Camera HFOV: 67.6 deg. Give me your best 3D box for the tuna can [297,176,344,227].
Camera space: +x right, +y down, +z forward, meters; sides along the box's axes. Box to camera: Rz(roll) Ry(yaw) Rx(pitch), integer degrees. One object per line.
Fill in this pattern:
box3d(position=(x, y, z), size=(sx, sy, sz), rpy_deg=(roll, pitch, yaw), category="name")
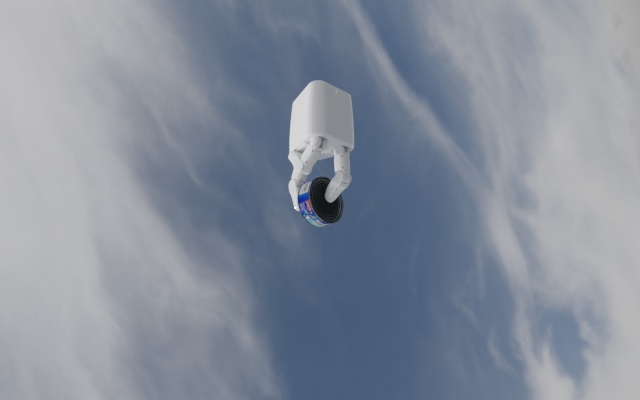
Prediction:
box3d(position=(0.000, 0.003, 0.845), size=(0.034, 0.086, 0.086), rpy_deg=(-20, -13, 41), category="tuna can")
